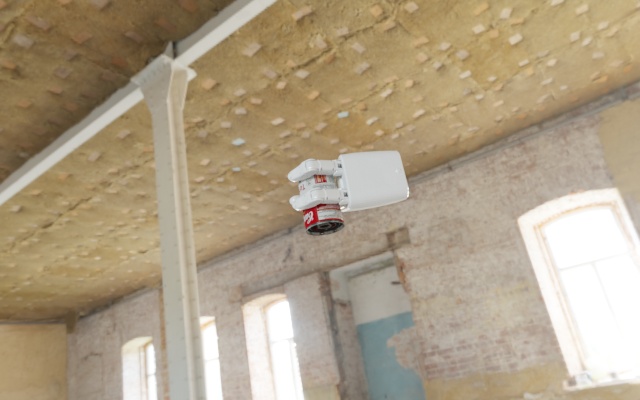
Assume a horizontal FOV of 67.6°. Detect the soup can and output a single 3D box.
[{"bbox_3d":[0.000,0.003,0.839,0.068,0.102,0.068,-9,-21,-4],"label":"soup can"}]
